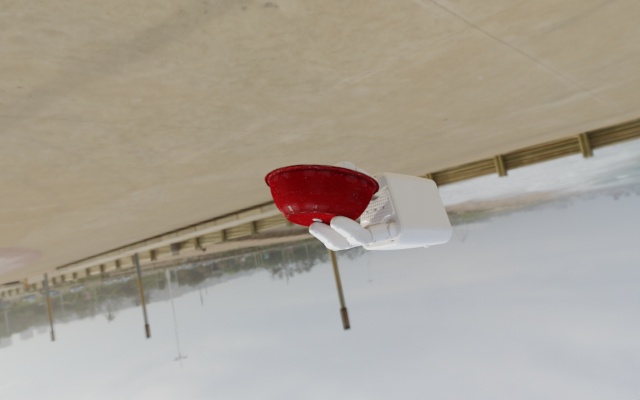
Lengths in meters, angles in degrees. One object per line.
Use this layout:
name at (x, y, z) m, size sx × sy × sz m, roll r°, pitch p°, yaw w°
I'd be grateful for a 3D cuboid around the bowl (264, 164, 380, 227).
bowl at (-0.001, 0.002, 0.665) m, size 0.162 × 0.055 × 0.162 m, roll 4°, pitch -16°, yaw 1°
